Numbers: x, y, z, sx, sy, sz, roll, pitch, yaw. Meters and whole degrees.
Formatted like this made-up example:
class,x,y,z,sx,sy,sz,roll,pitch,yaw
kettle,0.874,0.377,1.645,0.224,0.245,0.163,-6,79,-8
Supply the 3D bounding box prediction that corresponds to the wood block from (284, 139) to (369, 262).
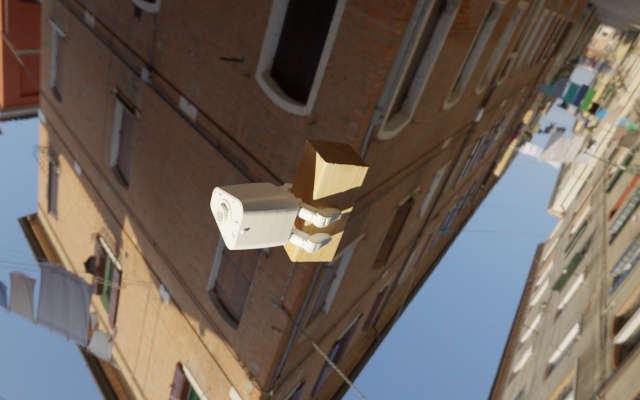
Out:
class,x,y,z,sx,sy,sz,roll,pitch,yaw
wood block,0.000,0.003,0.873,0.090,0.206,0.090,3,32,-29
